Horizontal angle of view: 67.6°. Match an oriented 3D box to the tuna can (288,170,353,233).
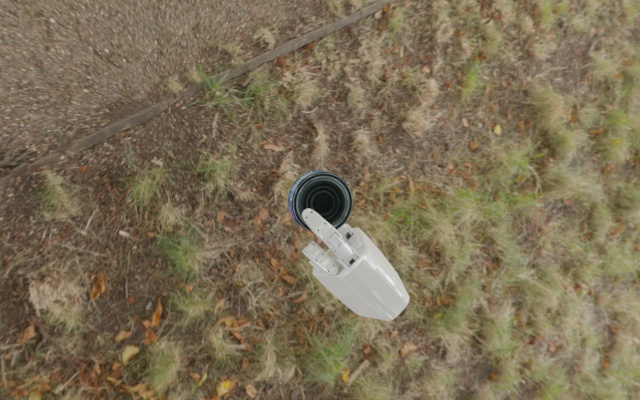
[{"bbox_3d":[0.000,0.002,0.650,0.086,0.086,0.033,0,7,-13],"label":"tuna can"}]
